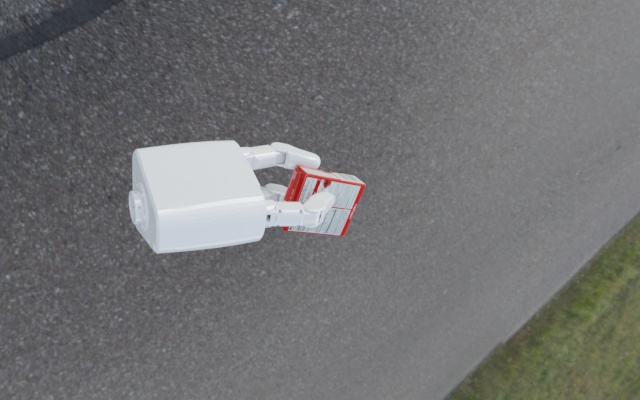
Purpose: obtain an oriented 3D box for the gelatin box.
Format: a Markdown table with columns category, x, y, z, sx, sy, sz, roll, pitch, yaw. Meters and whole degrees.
| category | x | y | z | sx | sy | sz | roll | pitch | yaw |
| --- | --- | --- | --- | --- | --- | --- | --- | --- | --- |
| gelatin box | 0.001 | 0.002 | 0.563 | 0.089 | 0.073 | 0.030 | 8 | 23 | -34 |
